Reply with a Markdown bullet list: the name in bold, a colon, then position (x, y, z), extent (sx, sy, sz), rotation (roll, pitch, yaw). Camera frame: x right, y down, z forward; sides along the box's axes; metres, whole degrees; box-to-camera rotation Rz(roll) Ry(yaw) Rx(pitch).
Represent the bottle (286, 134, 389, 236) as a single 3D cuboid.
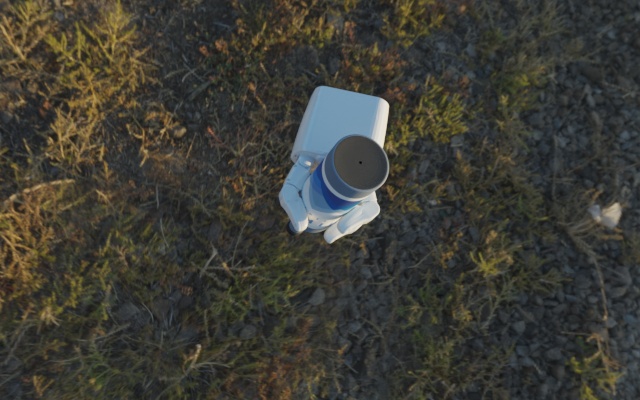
- **bottle**: position (0.000, 0.002, 0.643), extent (0.069, 0.069, 0.296), rotation (0, -17, -18)
